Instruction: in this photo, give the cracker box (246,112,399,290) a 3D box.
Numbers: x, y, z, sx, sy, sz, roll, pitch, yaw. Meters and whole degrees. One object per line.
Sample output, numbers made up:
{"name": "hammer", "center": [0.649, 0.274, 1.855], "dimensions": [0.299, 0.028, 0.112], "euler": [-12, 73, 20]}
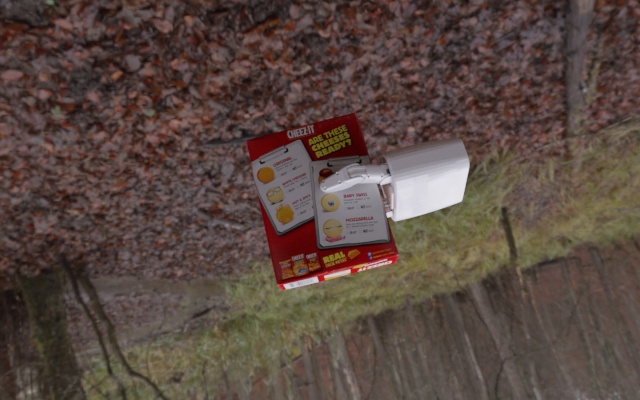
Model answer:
{"name": "cracker box", "center": [0.000, 0.002, 0.669], "dimensions": [0.164, 0.213, 0.072], "euler": [-14, -19, -1]}
